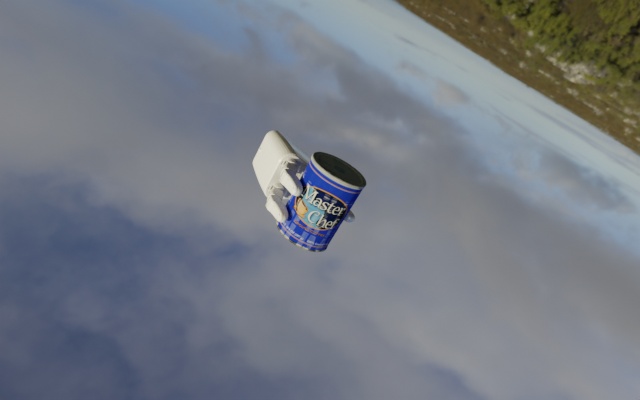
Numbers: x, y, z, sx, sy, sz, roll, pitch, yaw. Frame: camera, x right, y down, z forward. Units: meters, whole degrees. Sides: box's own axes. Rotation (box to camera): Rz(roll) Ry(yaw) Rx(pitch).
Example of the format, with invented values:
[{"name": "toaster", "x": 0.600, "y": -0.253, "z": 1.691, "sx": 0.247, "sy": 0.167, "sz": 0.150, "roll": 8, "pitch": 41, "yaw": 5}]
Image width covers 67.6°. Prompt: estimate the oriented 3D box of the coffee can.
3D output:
[{"name": "coffee can", "x": 0.000, "y": 0.003, "z": 0.820, "sx": 0.103, "sy": 0.140, "sz": 0.102, "roll": 26, "pitch": 23, "yaw": -11}]
